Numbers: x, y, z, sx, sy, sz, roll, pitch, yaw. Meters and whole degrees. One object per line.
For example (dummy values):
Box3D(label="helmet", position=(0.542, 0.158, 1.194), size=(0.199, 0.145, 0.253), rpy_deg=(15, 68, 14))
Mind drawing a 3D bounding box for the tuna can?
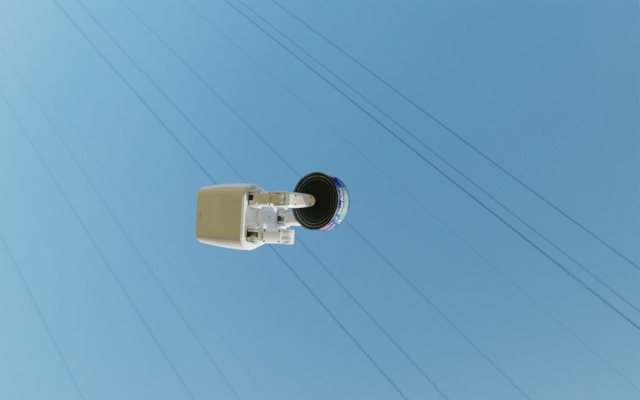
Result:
Box3D(label="tuna can", position=(0.001, 0.002, 0.710), size=(0.086, 0.086, 0.034), rpy_deg=(0, -6, 36))
